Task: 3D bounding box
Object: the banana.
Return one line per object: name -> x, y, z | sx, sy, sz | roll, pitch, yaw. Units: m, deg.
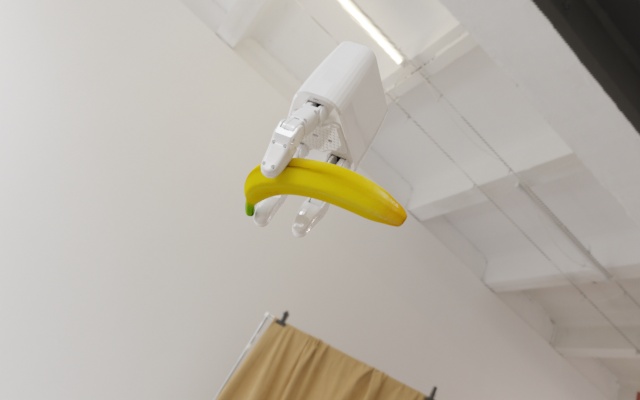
banana -> -0.010, -0.012, 0.476 | 0.198, 0.037, 0.070 | 4, -42, 36
